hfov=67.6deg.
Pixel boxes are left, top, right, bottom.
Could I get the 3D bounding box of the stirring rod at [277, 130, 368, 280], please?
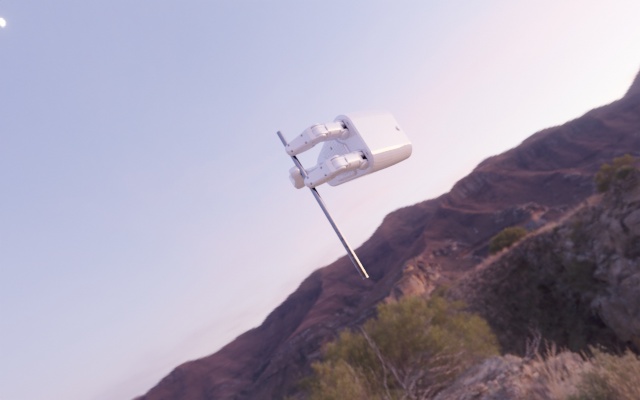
[{"bbox_3d":[0.000,0.002,0.658,0.011,0.239,0.011,-29,-13,-8],"label":"stirring rod"}]
